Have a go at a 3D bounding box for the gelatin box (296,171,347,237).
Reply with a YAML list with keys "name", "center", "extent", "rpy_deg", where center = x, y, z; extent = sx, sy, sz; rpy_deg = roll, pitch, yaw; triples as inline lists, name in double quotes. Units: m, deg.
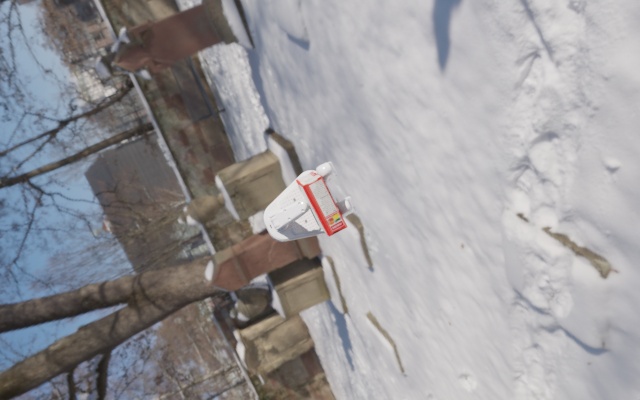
- name: "gelatin box"
  center: [0.000, 0.002, 0.625]
  extent: [0.030, 0.073, 0.089]
  rpy_deg: [-27, 10, -4]
